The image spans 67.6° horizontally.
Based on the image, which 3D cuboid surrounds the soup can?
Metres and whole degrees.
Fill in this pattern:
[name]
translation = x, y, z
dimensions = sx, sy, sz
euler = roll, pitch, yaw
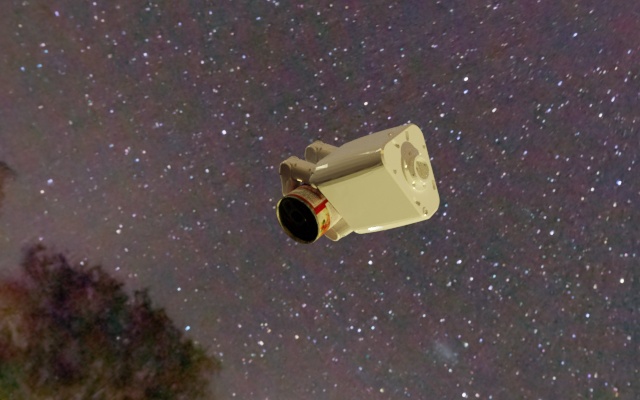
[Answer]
[soup can]
translation = 0.000, 0.002, 0.623
dimensions = 0.068, 0.068, 0.102
euler = 0, 27, 41
